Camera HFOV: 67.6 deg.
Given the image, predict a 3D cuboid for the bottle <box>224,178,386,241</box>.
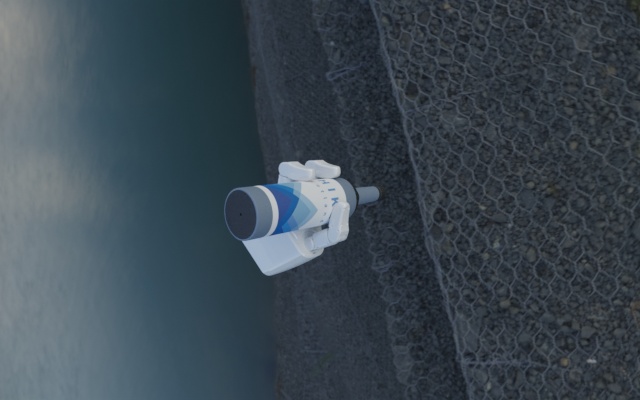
[{"bbox_3d":[0.000,0.002,0.696,0.069,0.069,0.295,0,6,43],"label":"bottle"}]
